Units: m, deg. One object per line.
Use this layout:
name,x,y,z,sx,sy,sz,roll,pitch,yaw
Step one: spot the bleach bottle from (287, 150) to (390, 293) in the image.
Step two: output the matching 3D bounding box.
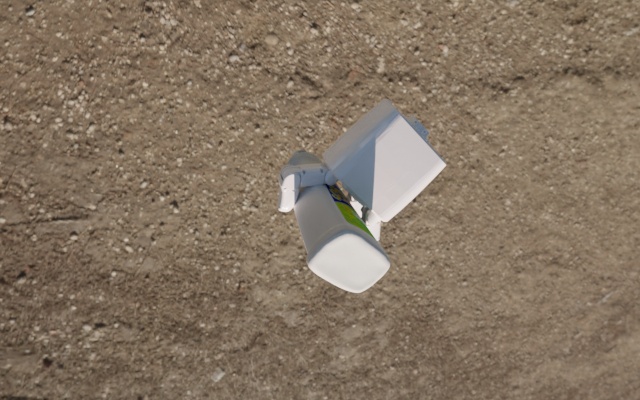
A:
bleach bottle,0.000,0.002,0.619,0.103,0.068,0.250,36,16,-36
